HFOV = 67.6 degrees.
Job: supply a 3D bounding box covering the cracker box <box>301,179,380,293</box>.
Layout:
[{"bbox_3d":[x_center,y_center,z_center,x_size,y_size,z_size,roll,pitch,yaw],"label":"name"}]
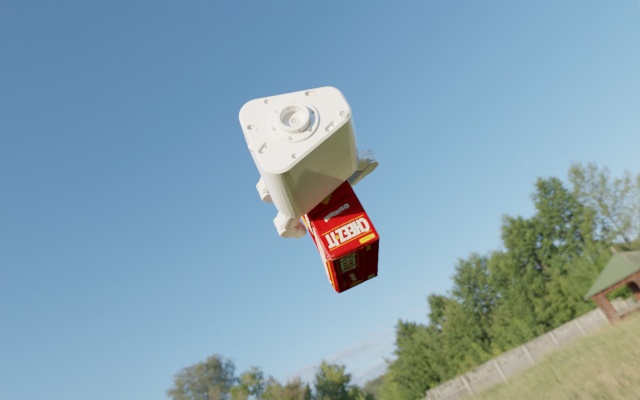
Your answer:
[{"bbox_3d":[0.000,0.002,0.642,0.072,0.213,0.164,-25,-24,-5],"label":"cracker box"}]
